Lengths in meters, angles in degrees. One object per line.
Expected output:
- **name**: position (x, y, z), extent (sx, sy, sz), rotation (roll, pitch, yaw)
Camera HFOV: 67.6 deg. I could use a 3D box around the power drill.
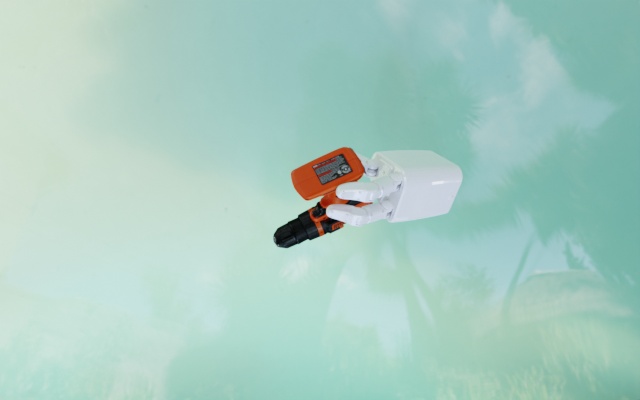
- **power drill**: position (0.000, 0.002, 0.760), extent (0.184, 0.057, 0.188), rotation (-27, -22, -9)
